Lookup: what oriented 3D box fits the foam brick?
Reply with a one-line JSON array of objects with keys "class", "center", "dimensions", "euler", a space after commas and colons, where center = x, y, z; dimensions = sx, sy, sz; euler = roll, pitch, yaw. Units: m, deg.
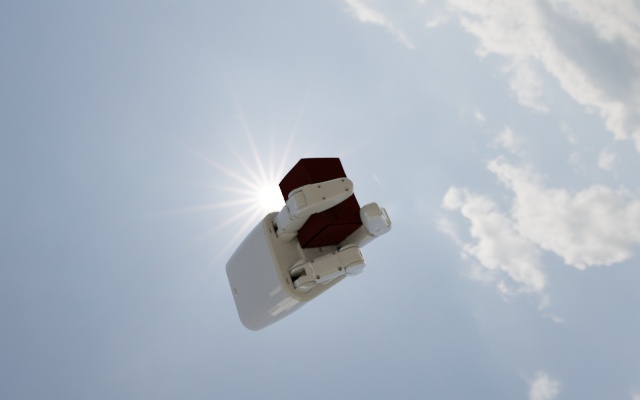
[{"class": "foam brick", "center": [0.000, 0.001, 0.486], "dimensions": [0.053, 0.078, 0.051], "euler": [-3, -28, -39]}]
